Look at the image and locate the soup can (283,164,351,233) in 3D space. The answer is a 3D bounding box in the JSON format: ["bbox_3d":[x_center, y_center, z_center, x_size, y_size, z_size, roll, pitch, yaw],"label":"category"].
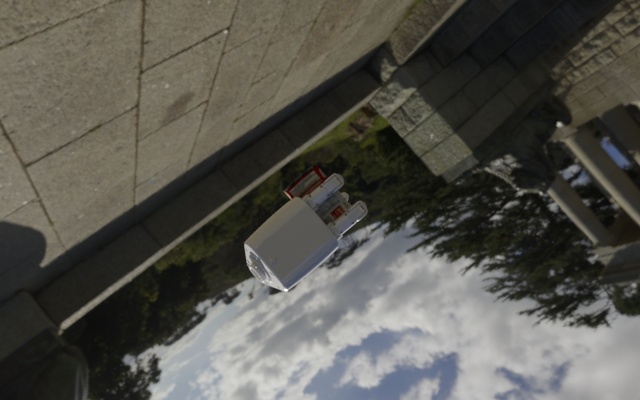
[{"bbox_3d":[0.001,0.002,0.750,0.068,0.102,0.068,-41,0,0],"label":"soup can"}]
